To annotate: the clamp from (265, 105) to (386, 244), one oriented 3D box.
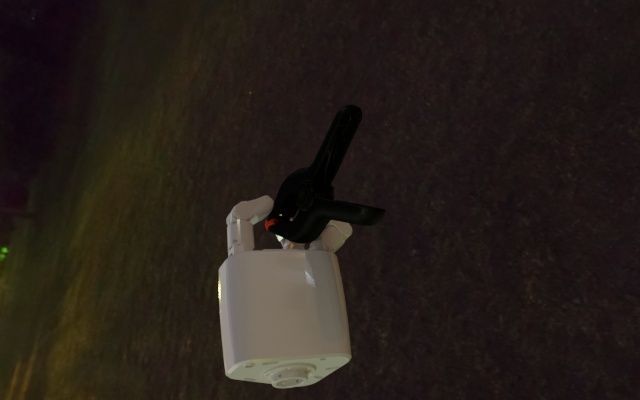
[{"bbox_3d":[-0.001,0.001,0.474,0.039,0.120,0.171,12,-41,-29],"label":"clamp"}]
